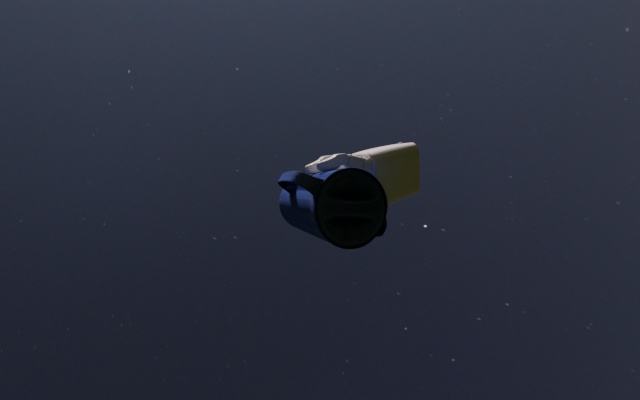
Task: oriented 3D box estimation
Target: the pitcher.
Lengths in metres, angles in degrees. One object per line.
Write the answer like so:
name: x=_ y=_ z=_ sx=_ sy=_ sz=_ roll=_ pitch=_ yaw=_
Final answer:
pitcher: x=0.000 y=0.003 z=0.876 sx=0.145 sy=0.149 sz=0.243 roll=-18 pitch=9 yaw=-21
